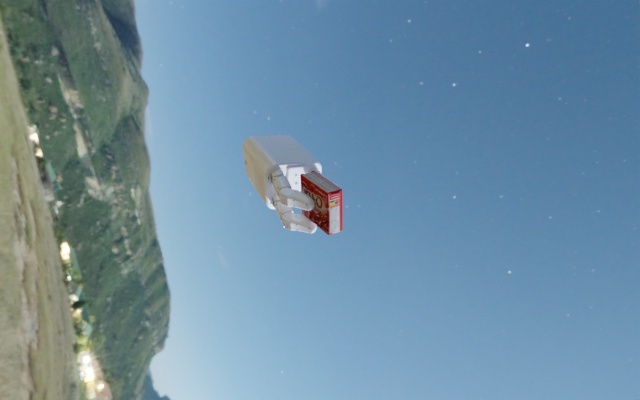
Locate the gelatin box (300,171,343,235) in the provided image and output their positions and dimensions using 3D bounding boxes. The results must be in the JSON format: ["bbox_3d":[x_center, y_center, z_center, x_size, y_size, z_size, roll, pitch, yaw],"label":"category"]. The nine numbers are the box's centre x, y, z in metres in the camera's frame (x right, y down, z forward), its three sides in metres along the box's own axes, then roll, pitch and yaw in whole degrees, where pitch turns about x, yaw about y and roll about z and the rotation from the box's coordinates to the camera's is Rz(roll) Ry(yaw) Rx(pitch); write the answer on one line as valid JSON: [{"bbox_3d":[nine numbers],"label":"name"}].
[{"bbox_3d":[0.001,0.003,0.757,0.030,0.073,0.089,-16,31,-27],"label":"gelatin box"}]
